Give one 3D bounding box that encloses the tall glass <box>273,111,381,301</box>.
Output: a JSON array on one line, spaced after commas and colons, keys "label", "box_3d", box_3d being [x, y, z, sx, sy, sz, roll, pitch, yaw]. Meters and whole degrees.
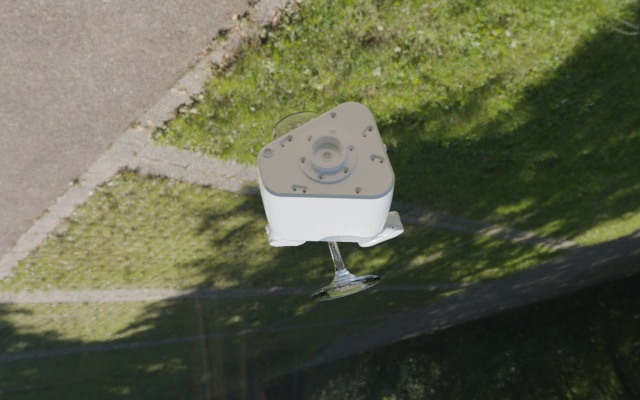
[{"label": "tall glass", "box_3d": [0.000, 0.002, 0.525, 0.079, 0.201, 0.079, -14, -21, -6]}]
